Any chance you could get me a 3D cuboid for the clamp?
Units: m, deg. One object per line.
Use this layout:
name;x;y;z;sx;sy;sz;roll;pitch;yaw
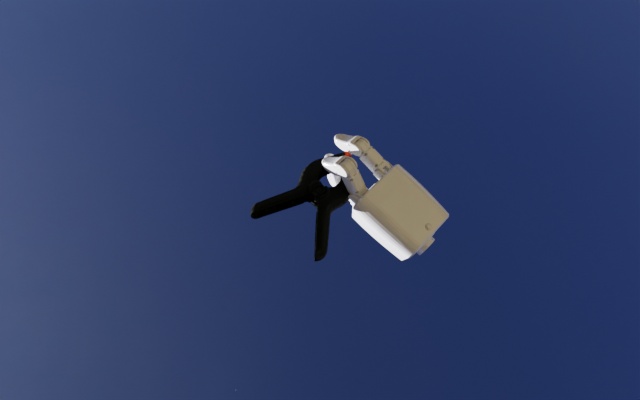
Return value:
clamp;0.000;0.002;0.675;0.171;0.120;0.039;-42;-10;-22
